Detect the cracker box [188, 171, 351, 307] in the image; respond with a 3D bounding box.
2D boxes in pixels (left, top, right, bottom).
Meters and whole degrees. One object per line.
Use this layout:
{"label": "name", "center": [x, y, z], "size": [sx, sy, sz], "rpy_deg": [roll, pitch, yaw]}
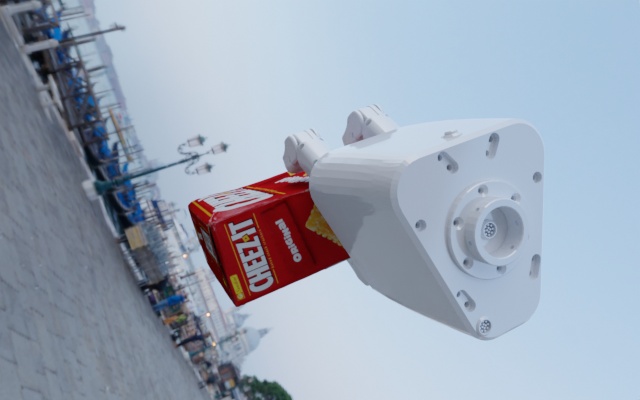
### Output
{"label": "cracker box", "center": [0.000, 0.002, 0.424], "size": [0.213, 0.072, 0.164], "rpy_deg": [-20, 10, -18]}
